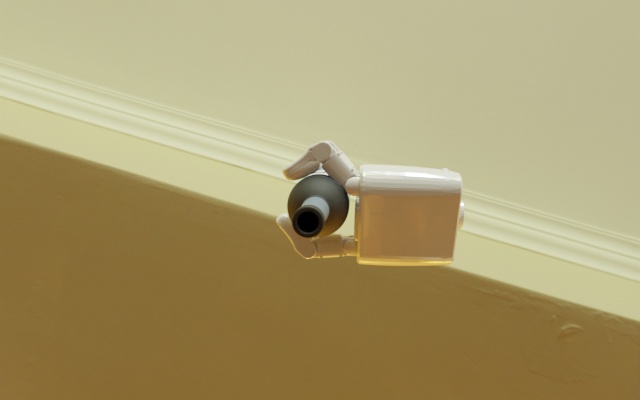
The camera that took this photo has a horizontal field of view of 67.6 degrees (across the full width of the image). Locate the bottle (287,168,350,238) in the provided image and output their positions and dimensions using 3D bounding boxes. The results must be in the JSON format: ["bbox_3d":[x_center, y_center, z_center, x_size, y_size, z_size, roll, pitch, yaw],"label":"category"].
[{"bbox_3d":[0.000,0.002,0.546,0.069,0.069,0.295,0,6,4],"label":"bottle"}]
